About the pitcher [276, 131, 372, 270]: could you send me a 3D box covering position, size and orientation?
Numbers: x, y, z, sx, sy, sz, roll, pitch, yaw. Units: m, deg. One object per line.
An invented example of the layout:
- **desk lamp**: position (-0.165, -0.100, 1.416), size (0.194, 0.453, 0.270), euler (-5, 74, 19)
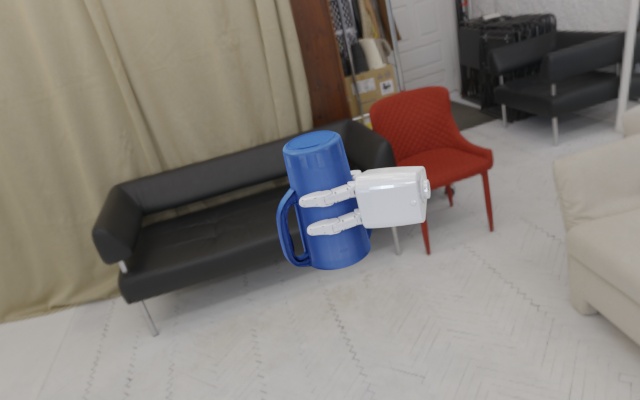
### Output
- **pitcher**: position (0.000, 0.003, 0.894), size (0.145, 0.243, 0.149), euler (-4, 25, 22)
